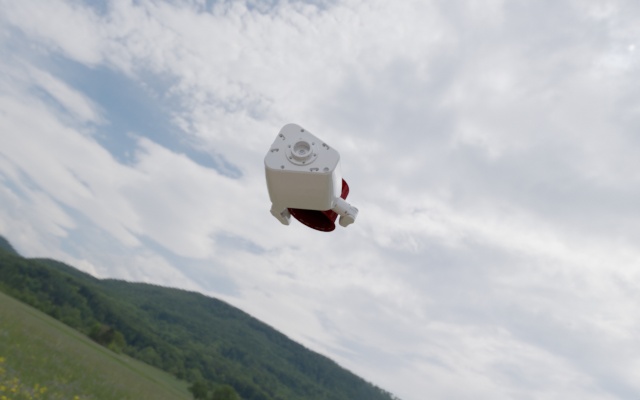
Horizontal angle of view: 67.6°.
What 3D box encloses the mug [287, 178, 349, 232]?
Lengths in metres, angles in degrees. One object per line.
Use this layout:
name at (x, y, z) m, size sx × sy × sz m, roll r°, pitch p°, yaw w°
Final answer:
mug at (0.000, 0.003, 0.853) m, size 0.093 × 0.081 × 0.117 m, roll 22°, pitch -26°, yaw 12°
